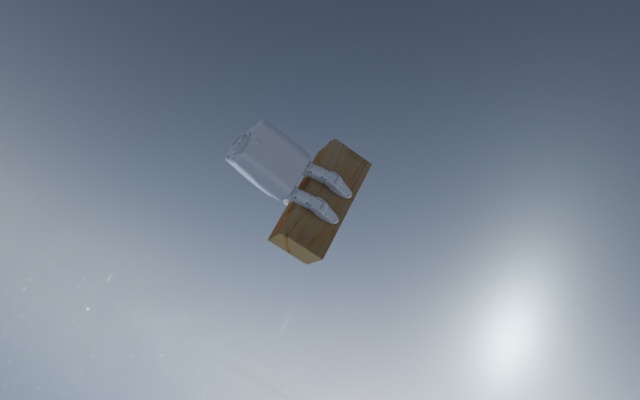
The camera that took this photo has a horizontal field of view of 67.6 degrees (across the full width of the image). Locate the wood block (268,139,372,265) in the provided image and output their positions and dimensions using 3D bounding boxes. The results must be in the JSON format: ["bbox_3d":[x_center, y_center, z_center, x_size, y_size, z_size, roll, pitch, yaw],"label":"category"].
[{"bbox_3d":[0.000,0.003,0.878,0.090,0.206,0.091,33,-22,-11],"label":"wood block"}]
